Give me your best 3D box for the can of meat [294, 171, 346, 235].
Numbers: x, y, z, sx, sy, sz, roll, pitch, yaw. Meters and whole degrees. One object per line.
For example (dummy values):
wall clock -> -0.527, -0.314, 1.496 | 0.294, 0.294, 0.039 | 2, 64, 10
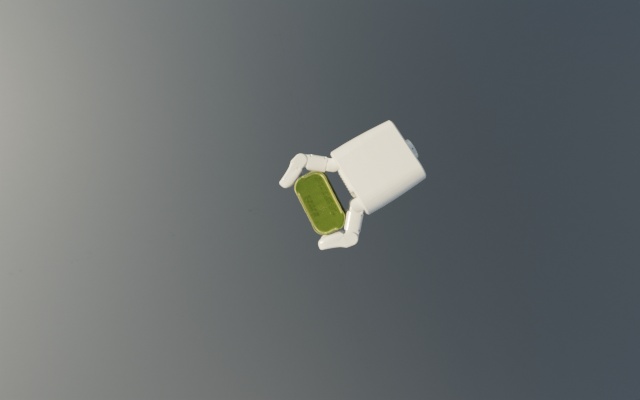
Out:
can of meat -> 0.000, 0.002, 0.749 | 0.057, 0.102, 0.084 | -27, 2, 2
